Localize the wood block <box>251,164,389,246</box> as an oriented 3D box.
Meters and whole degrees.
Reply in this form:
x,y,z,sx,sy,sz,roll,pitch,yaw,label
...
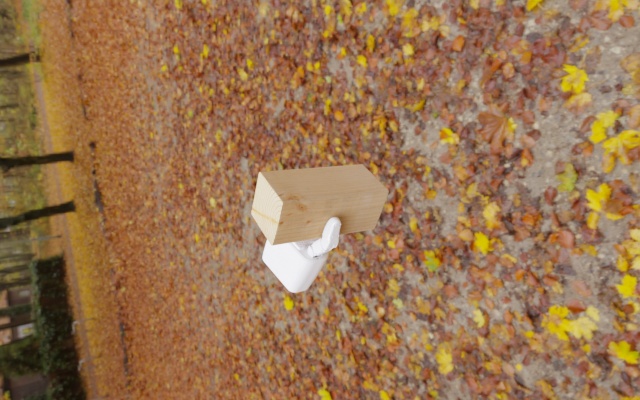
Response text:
x,y,z,sx,sy,sz,roll,pitch,yaw,label
0.000,0.003,0.815,0.206,0.090,0.090,-7,40,-31,wood block
